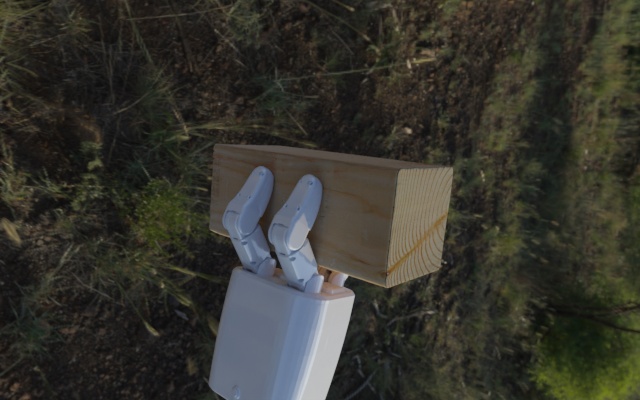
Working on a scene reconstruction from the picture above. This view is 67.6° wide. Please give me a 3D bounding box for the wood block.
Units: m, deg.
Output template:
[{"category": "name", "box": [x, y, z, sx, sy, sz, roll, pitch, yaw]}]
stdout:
[{"category": "wood block", "box": [0.000, 0.002, 0.433, 0.206, 0.090, 0.091, 12, 11, 39]}]
